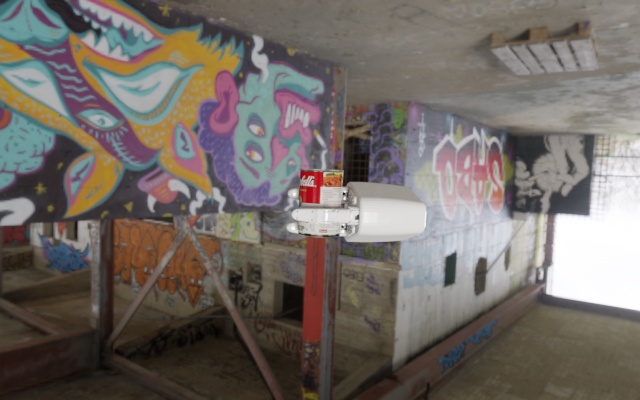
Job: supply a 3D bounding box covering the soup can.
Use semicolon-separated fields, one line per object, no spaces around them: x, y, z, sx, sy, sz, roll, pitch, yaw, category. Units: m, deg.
0.000;0.003;0.741;0.068;0.102;0.068;3;4;0;soup can
